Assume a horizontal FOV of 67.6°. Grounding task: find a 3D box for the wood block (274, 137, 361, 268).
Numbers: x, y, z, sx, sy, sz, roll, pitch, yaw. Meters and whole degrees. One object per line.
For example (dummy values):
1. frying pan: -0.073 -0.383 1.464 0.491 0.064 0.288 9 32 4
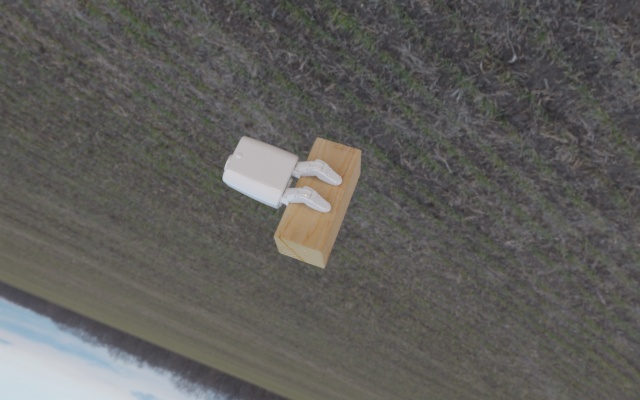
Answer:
1. wood block: 0.000 0.003 0.864 0.090 0.206 0.091 18 -23 10
